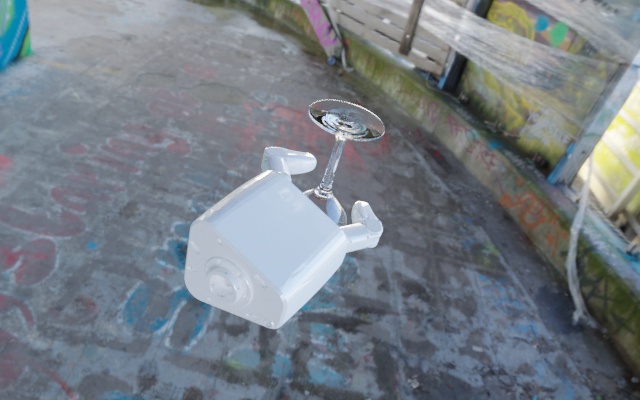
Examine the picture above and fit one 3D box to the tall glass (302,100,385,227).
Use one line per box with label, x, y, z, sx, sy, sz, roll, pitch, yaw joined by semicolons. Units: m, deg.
tall glass;0.000;0.001;0.502;0.079;0.201;0.079;12;35;-8
